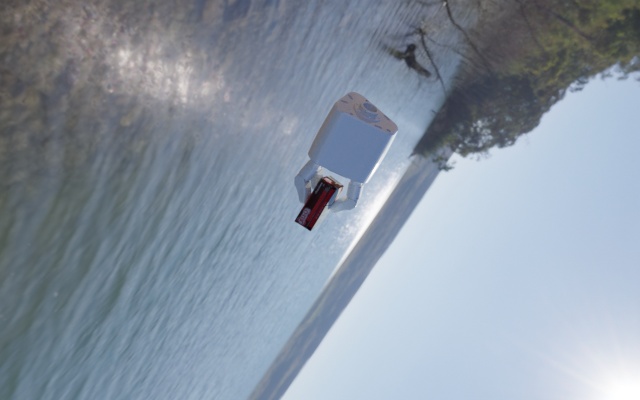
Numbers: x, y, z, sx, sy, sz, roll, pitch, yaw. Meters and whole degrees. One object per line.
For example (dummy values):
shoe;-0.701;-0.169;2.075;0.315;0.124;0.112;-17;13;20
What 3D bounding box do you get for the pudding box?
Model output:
pudding box;0.000;0.003;0.859;0.039;0.090;0.113;34;9;7
